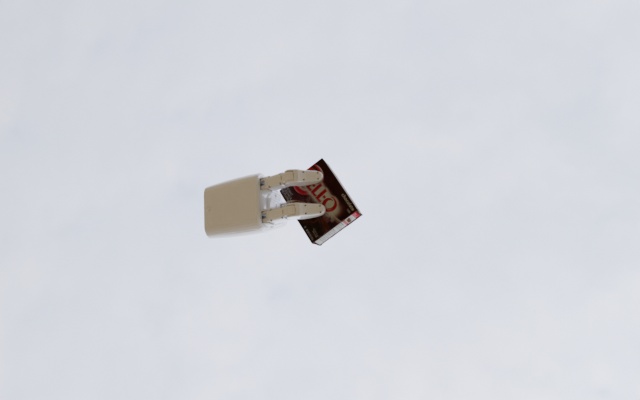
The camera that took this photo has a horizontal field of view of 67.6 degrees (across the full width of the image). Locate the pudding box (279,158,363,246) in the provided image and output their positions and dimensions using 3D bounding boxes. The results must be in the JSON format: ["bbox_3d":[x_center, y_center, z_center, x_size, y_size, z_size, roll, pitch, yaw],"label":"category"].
[{"bbox_3d":[0.000,0.003,0.765,0.090,0.113,0.039,-37,-22,9],"label":"pudding box"}]
